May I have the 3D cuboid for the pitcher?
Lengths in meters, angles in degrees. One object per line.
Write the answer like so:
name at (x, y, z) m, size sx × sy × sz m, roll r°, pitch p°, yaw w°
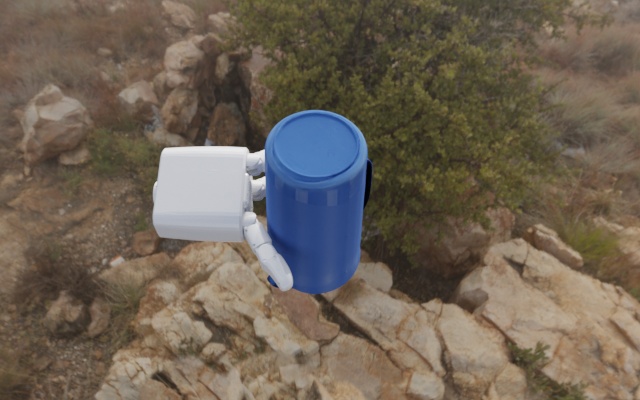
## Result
pitcher at (0.000, 0.002, 0.594) m, size 0.145 × 0.149 × 0.243 m, roll 1°, pitch -34°, yaw -1°
